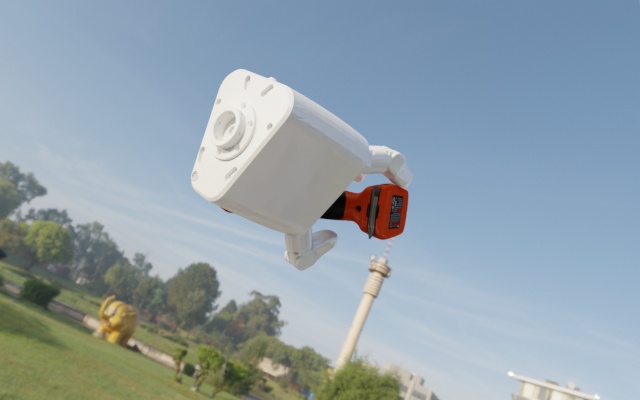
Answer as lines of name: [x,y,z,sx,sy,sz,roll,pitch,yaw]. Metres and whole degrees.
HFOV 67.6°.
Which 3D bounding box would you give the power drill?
power drill: [0.000,0.002,0.542,0.187,0.057,0.184,6,3,20]
